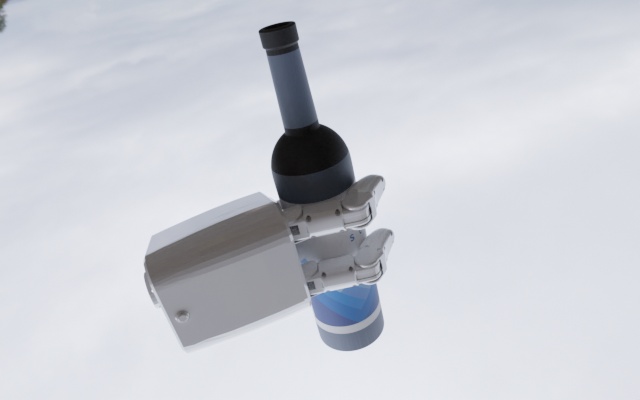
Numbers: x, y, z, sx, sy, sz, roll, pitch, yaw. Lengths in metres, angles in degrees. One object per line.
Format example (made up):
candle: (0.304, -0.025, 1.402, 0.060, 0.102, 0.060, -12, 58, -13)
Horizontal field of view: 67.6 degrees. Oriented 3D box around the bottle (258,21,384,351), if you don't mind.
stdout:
bottle: (0.000, 0.002, 0.410, 0.069, 0.296, 0.069, -11, 29, 6)
